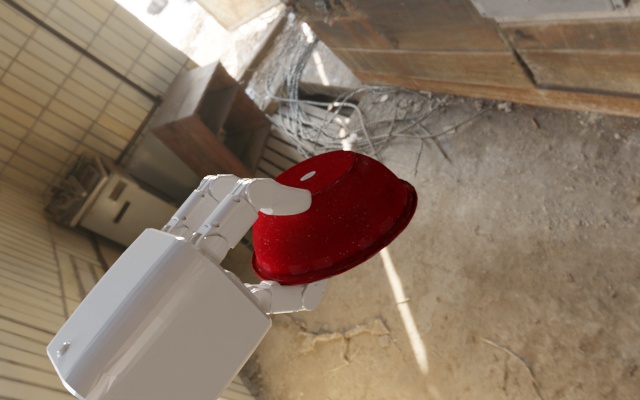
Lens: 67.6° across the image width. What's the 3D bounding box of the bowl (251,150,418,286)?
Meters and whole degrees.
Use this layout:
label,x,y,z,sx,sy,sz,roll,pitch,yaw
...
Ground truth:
label,x,y,z,sx,sy,sz,roll,pitch,yaw
bowl,0.001,0.000,0.422,0.162,0.055,0.162,-22,23,10
